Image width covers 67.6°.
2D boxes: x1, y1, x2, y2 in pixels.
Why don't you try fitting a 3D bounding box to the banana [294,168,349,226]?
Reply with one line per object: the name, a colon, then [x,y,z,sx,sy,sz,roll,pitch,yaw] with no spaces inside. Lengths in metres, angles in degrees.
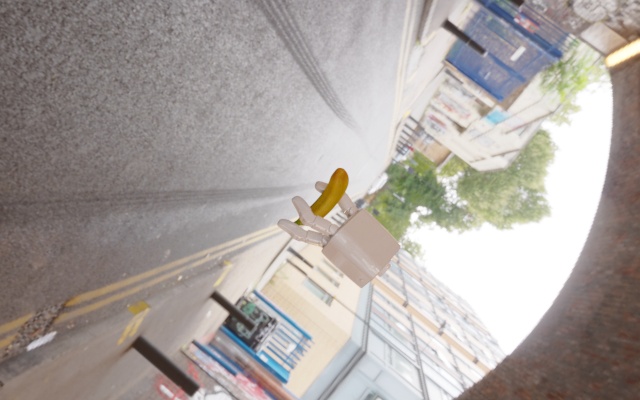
banana: [0.010,-0.002,0.893,0.069,0.037,0.198,-30,-15,-46]
